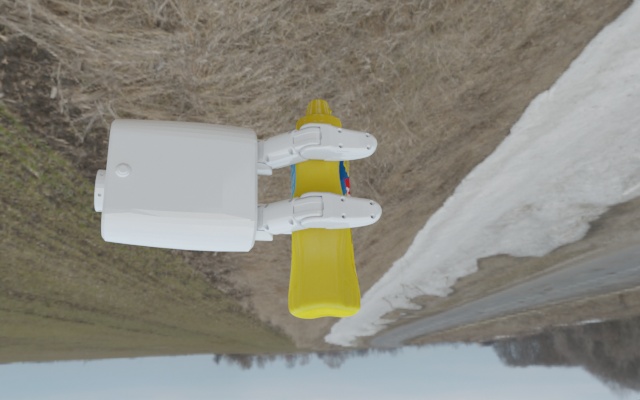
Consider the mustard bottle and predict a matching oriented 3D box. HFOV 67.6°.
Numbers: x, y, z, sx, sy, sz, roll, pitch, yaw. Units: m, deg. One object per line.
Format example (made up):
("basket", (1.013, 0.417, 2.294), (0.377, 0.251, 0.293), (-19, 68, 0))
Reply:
("mustard bottle", (0.000, 0.002, 0.412), (0.058, 0.191, 0.096), (-4, -18, 4))
